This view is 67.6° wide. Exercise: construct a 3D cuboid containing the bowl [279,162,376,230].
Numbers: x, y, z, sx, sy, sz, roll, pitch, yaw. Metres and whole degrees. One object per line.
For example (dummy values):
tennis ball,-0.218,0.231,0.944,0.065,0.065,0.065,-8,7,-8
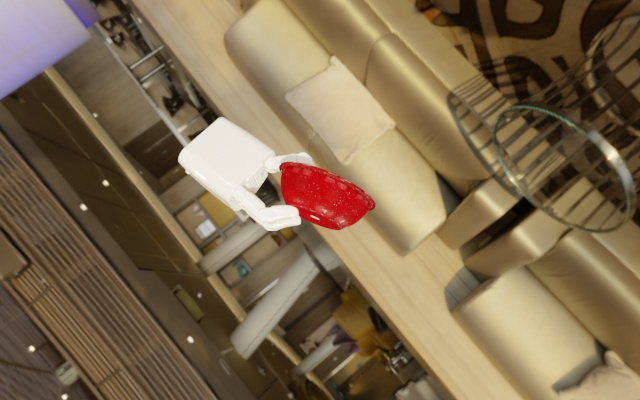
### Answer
bowl,0.001,0.003,0.731,0.162,0.055,0.162,22,-13,5
